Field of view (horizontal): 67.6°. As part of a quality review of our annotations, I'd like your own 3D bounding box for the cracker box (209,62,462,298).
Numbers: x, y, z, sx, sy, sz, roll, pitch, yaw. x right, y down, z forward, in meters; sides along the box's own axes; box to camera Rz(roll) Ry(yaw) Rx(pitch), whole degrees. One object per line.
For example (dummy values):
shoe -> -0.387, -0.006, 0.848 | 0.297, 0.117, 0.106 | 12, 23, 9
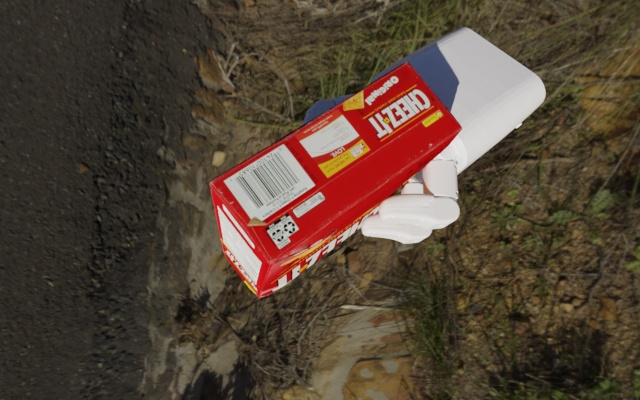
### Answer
cracker box -> 0.000, 0.001, 0.402 | 0.164, 0.072, 0.214 | -34, -9, -17
